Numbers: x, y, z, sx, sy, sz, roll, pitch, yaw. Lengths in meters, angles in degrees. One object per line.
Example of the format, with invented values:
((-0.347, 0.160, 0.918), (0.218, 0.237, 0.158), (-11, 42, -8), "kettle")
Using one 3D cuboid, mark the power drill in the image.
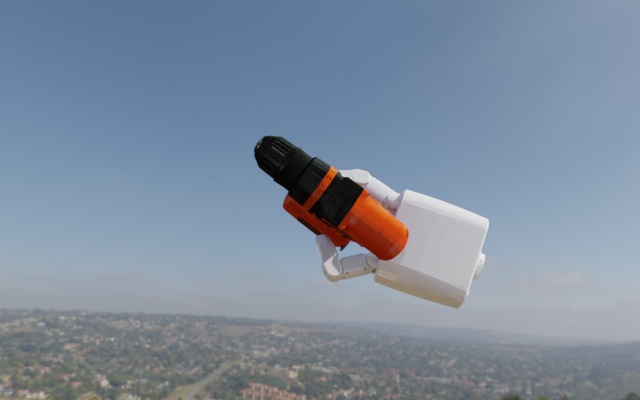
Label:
((0.000, 0.002, 0.558), (0.184, 0.057, 0.187), (38, -7, -4), "power drill")
